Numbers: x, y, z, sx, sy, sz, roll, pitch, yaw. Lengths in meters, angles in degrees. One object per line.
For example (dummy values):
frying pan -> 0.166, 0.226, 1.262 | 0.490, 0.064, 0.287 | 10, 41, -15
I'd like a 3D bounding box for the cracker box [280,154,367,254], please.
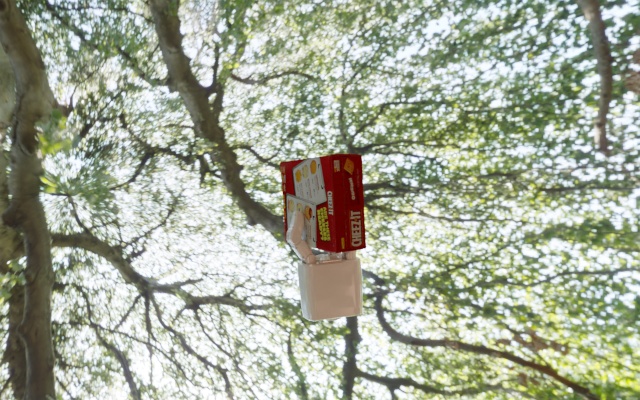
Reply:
cracker box -> 0.000, 0.003, 0.881 | 0.072, 0.164, 0.213 | -5, 3, -28
